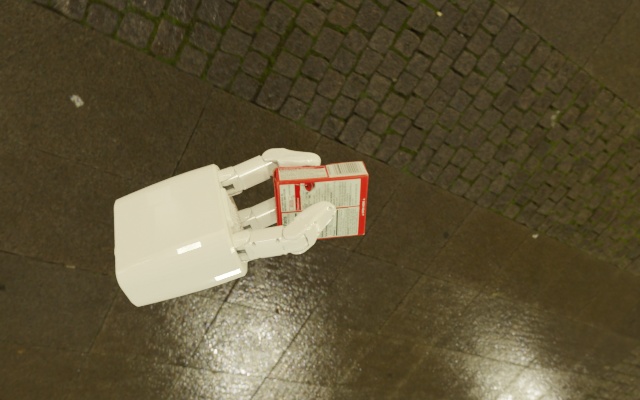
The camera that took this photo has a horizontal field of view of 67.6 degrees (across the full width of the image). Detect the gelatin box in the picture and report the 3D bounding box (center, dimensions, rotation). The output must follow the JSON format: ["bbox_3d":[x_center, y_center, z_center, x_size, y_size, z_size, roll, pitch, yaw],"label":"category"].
[{"bbox_3d":[0.000,0.002,0.469,0.089,0.073,0.030,-5,36,-6],"label":"gelatin box"}]
